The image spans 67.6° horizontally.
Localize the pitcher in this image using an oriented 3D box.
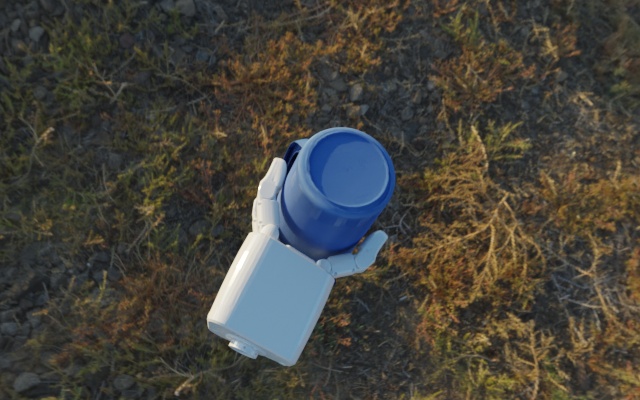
[{"bbox_3d":[0.000,0.002,0.605,0.149,0.145,0.243,28,-25,-1],"label":"pitcher"}]
